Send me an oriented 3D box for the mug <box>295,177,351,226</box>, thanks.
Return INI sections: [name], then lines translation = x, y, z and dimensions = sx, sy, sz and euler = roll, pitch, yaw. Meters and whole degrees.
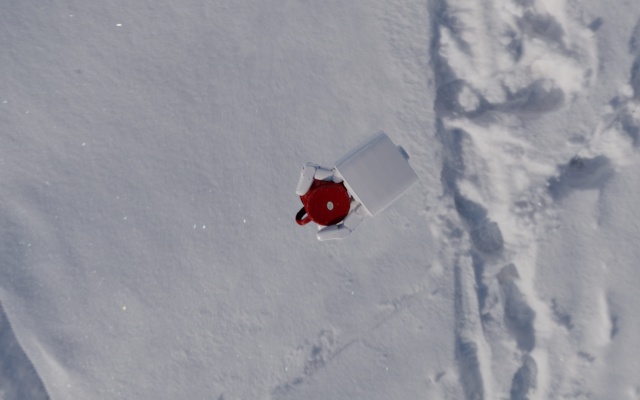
[mug]
translation = -0.001, 0.004, 0.871
dimensions = 0.117, 0.093, 0.081
euler = -38, 20, 8
